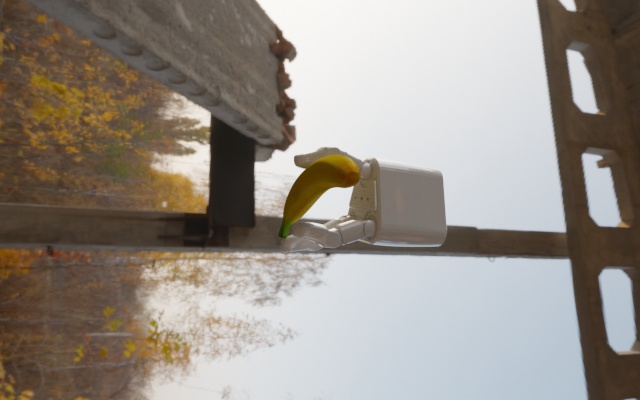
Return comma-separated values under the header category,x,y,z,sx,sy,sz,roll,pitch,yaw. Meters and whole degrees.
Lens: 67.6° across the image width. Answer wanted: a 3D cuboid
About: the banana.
category,x,y,z,sx,sy,sz,roll,pitch,yaw
banana,-0.002,-0.014,0.563,0.037,0.069,0.198,8,-25,-22
